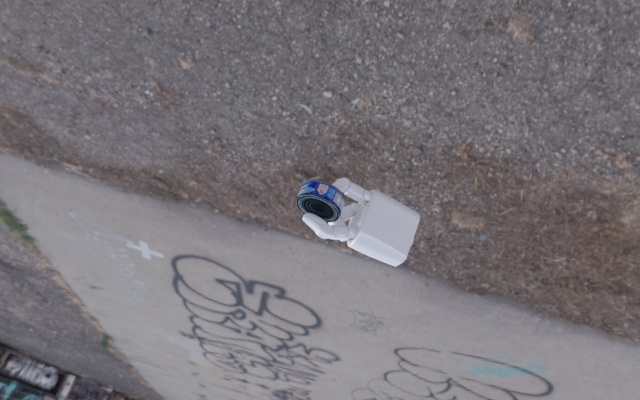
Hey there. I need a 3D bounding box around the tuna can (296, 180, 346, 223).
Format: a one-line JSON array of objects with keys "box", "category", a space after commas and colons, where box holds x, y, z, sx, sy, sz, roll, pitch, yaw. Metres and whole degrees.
[{"box": [0.000, 0.003, 0.854, 0.086, 0.033, 0.086, 16, -31, 10], "category": "tuna can"}]
